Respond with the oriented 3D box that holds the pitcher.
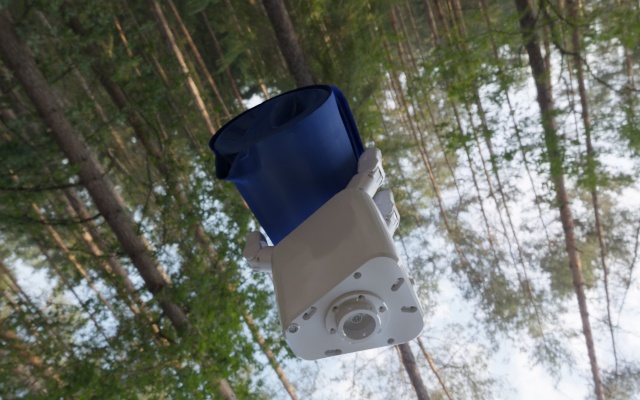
[{"bbox_3d":[0.000,0.002,0.526,0.149,0.243,0.145,-25,27,2],"label":"pitcher"}]
